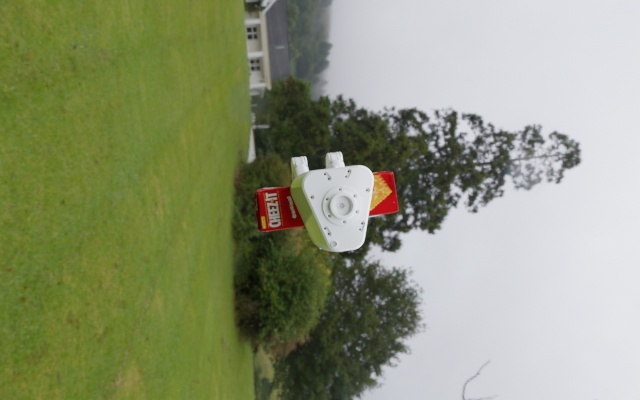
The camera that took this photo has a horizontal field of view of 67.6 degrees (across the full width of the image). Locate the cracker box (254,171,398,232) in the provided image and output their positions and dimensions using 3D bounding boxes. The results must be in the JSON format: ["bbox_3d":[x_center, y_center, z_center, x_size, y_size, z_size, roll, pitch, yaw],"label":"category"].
[{"bbox_3d":[0.000,0.003,0.792,0.213,0.072,0.164,-7,-1,-9],"label":"cracker box"}]
